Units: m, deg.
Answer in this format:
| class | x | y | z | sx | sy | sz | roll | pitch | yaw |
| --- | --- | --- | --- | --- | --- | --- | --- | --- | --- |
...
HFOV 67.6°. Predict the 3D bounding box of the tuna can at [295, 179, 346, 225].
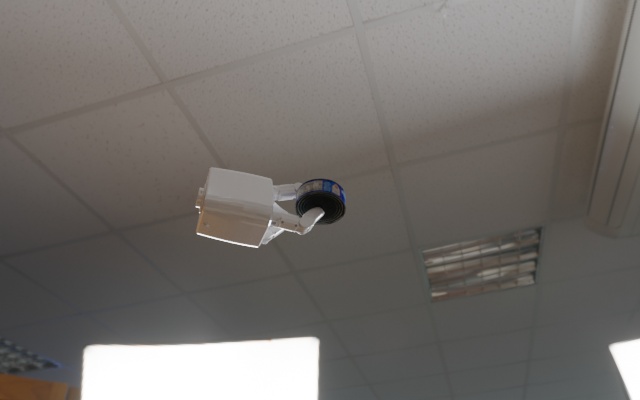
| class | x | y | z | sx | sy | sz | roll | pitch | yaw |
| --- | --- | --- | --- | --- | --- | --- | --- | --- | --- |
| tuna can | 0.000 | 0.002 | 0.810 | 0.086 | 0.033 | 0.086 | 1 | -41 | 1 |
